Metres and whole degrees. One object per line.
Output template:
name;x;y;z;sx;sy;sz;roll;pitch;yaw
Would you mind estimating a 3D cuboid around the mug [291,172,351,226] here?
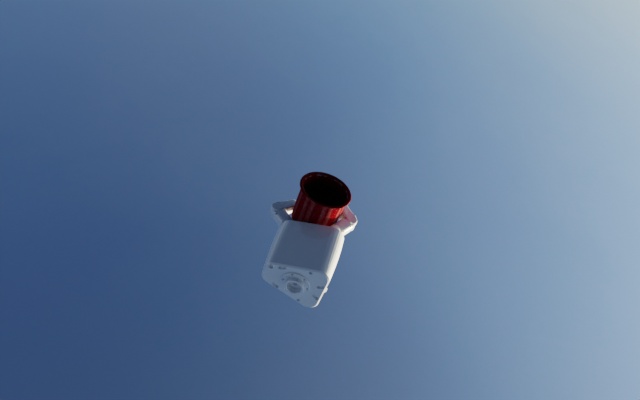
mug;0.000;0.002;0.851;0.093;0.081;0.117;23;39;0
